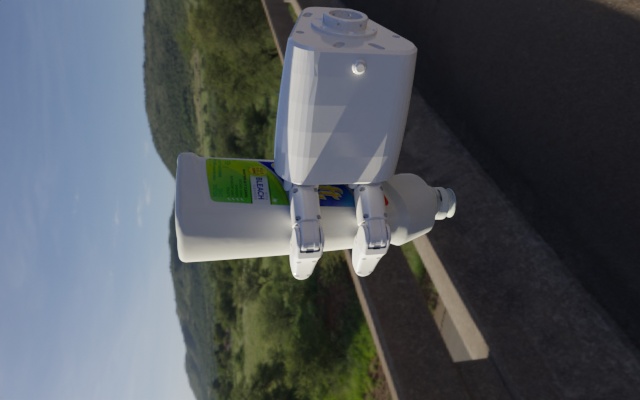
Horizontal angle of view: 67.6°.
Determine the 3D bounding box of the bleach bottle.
[{"bbox_3d":[0.000,0.002,0.437,0.251,0.068,0.102,-2,38,-13],"label":"bleach bottle"}]
